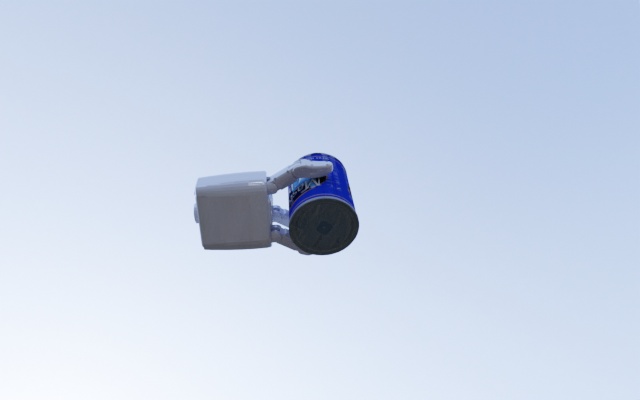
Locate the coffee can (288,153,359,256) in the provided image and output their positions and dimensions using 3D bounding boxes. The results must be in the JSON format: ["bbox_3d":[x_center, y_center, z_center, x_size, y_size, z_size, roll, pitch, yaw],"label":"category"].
[{"bbox_3d":[0.000,0.002,0.746,0.103,0.103,0.140,0,33,-5],"label":"coffee can"}]
